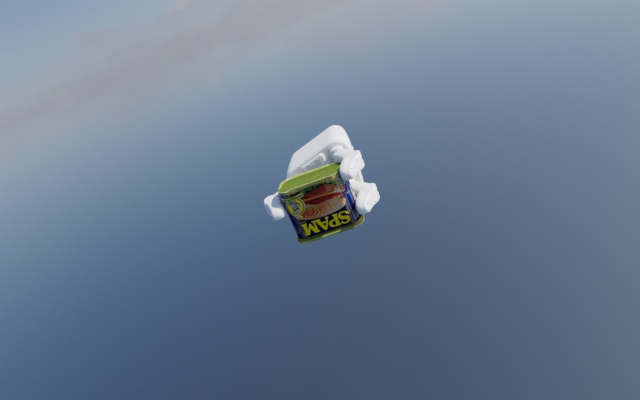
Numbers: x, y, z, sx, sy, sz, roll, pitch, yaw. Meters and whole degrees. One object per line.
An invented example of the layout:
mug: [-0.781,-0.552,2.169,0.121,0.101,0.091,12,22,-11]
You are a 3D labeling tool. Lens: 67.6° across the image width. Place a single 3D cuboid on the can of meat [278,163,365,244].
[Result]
can of meat: [0.000,0.002,0.672,0.102,0.084,0.057,-19,22,10]
